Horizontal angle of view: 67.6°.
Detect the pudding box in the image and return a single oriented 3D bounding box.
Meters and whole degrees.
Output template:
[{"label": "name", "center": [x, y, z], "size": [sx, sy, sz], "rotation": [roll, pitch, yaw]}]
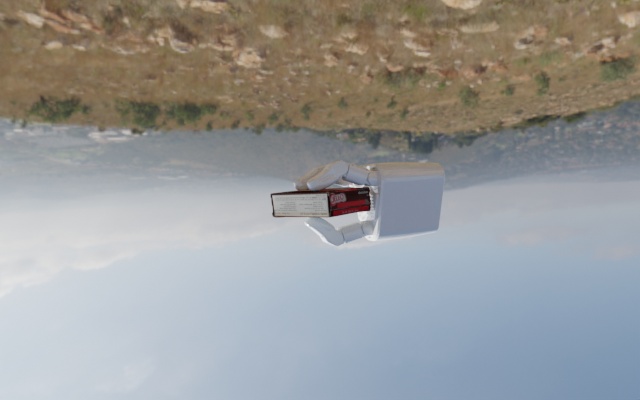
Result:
[{"label": "pudding box", "center": [0.000, 0.002, 0.670], "size": [0.113, 0.039, 0.090], "rotation": [-4, 1, 42]}]
